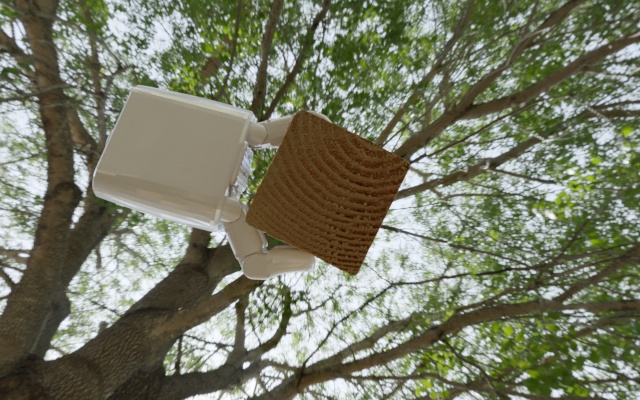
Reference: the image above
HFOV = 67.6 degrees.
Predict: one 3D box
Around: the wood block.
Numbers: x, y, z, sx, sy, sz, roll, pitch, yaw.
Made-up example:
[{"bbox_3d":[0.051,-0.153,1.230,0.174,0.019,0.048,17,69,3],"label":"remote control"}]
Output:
[{"bbox_3d":[0.000,0.001,0.429,0.090,0.091,0.206,26,-5,-1],"label":"wood block"}]
